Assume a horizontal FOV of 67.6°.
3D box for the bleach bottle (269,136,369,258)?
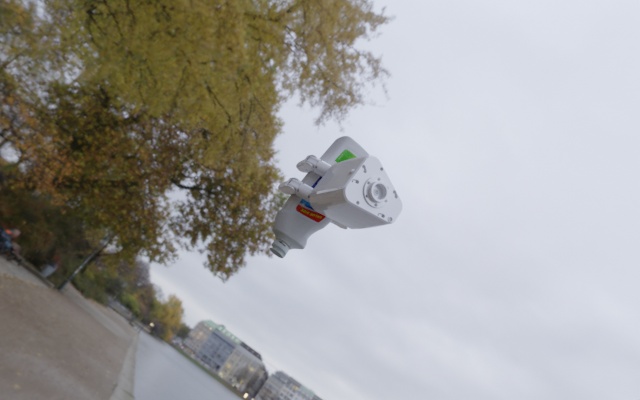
[{"bbox_3d":[0.000,0.003,0.861,0.102,0.250,0.068,44,-23,-16],"label":"bleach bottle"}]
